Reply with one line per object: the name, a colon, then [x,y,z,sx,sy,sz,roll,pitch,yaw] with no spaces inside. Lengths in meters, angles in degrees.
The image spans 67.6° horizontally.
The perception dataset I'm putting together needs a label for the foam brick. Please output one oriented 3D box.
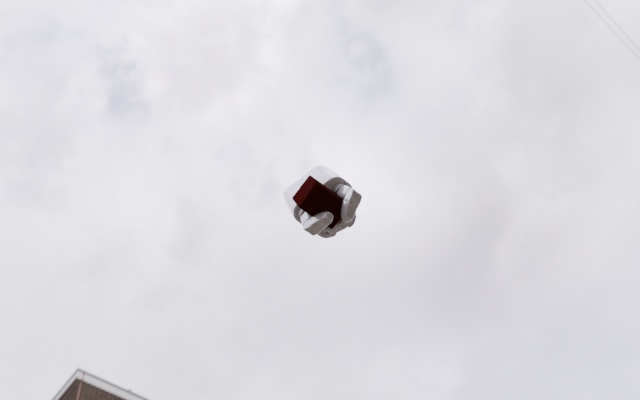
foam brick: [0.000,0.002,0.819,0.078,0.053,0.051,36,5,-25]
